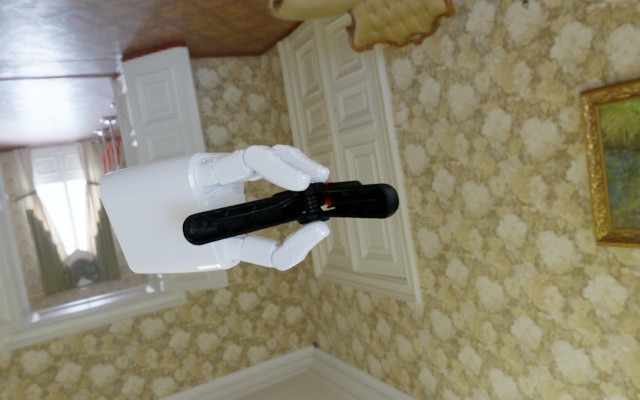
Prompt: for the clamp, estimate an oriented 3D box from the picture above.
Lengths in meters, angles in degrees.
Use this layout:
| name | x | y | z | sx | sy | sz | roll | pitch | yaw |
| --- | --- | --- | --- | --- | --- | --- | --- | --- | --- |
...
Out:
| name | x | y | z | sx | sy | sz | roll | pitch | yaw |
| --- | --- | --- | --- | --- | --- | --- | --- | --- | --- |
| clamp | 0.000 | 0.002 | 0.432 | 0.164 | 0.036 | 0.210 | -7 | 4 | 18 |
